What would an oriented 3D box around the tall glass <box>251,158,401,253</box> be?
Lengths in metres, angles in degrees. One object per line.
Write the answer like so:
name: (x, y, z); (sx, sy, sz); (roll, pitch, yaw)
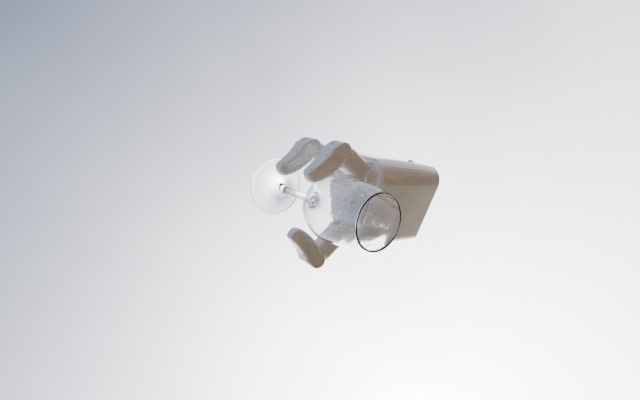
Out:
tall glass: (0.000, 0.002, 0.549); (0.079, 0.079, 0.201); (0, 12, -36)
